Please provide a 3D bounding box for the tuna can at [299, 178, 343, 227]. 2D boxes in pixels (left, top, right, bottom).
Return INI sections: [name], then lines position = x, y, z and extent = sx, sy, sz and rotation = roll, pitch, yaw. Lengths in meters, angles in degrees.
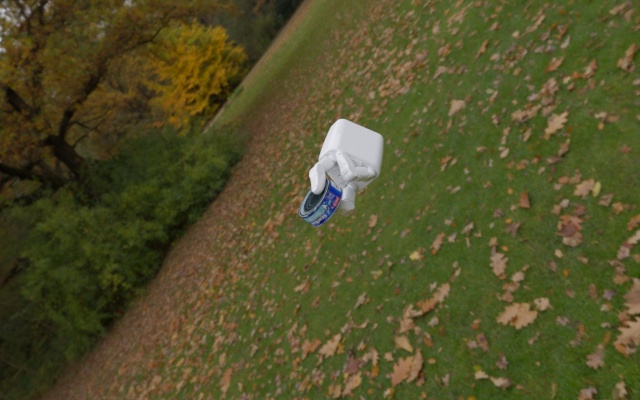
[tuna can]
position = 0.000, 0.003, 0.856
extent = 0.034, 0.086, 0.086
rotation = 35, -15, -22
